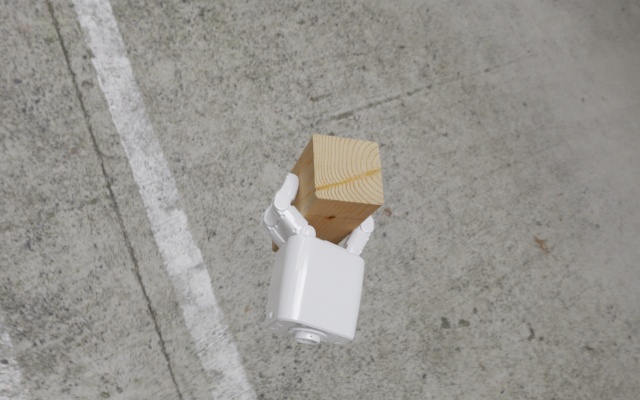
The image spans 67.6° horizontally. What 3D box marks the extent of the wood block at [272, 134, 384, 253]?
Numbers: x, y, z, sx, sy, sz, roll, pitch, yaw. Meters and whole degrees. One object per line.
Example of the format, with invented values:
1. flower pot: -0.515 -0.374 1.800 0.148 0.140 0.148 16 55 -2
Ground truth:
1. wood block: 0.000 0.003 0.667 0.091 0.090 0.206 6 -25 -19
